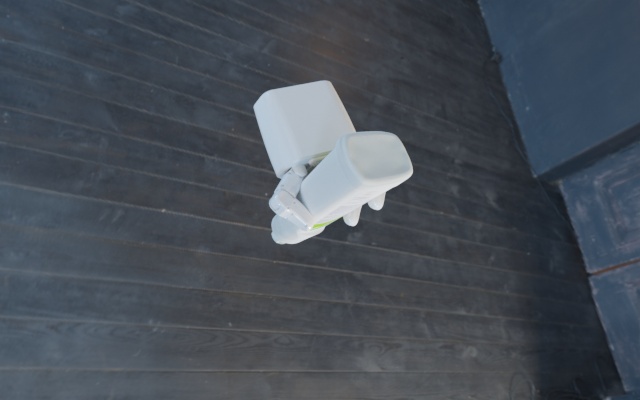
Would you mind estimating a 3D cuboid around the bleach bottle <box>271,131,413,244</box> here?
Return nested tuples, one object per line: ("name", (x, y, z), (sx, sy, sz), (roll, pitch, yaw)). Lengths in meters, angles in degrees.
("bleach bottle", (0.000, 0.002, 0.619), (0.102, 0.068, 0.251), (-10, -18, -39))
